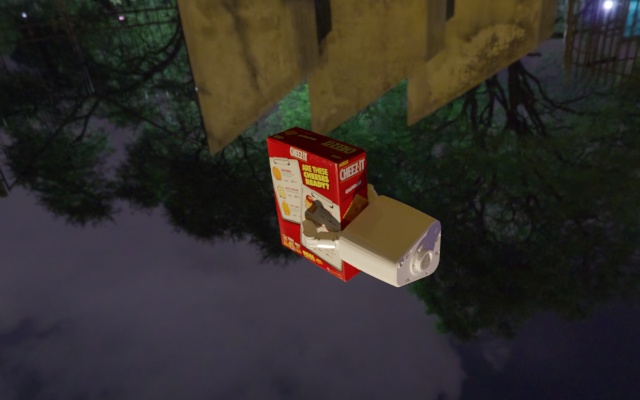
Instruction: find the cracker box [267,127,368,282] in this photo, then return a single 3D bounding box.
[{"bbox_3d":[0.000,0.003,0.780,0.072,0.214,0.164,-28,37,-35],"label":"cracker box"}]
